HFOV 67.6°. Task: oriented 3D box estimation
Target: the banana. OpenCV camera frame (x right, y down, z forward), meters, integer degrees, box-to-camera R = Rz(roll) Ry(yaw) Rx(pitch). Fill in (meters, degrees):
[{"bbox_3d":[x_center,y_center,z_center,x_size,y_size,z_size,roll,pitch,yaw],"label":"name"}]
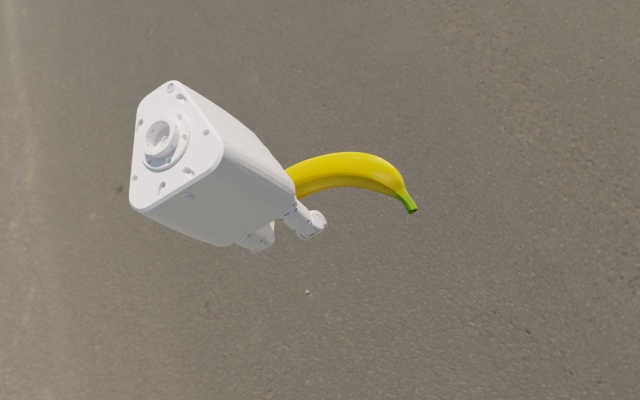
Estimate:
[{"bbox_3d":[0.004,-0.017,0.520,0.198,0.069,0.037,-4,-17,24],"label":"banana"}]
